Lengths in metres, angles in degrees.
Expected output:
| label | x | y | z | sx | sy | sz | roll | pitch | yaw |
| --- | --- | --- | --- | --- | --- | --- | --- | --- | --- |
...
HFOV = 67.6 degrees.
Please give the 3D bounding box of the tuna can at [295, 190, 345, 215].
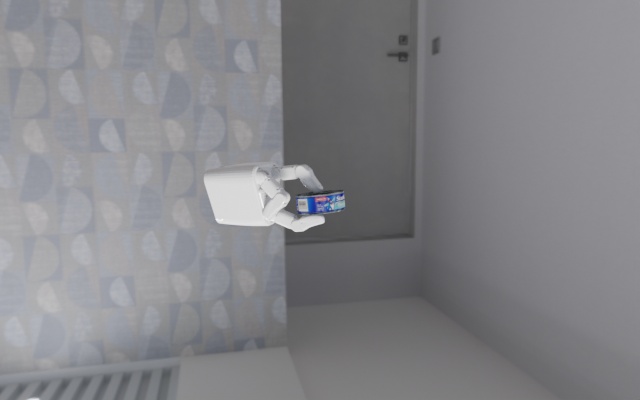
| label | x | y | z | sx | sy | sz | roll | pitch | yaw |
| --- | --- | --- | --- | --- | --- | --- | --- | --- | --- |
| tuna can | 0.000 | 0.003 | 0.836 | 0.086 | 0.034 | 0.086 | -6 | 5 | 0 |
